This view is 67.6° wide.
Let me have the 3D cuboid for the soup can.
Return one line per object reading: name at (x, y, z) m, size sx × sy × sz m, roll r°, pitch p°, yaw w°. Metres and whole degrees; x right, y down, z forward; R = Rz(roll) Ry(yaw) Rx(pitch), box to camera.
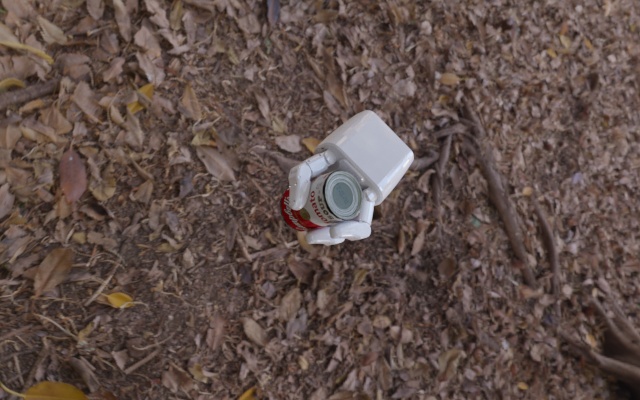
soup can at (0.000, 0.002, 0.647) m, size 0.068 × 0.068 × 0.102 m, roll 0°, pitch -10°, yaw -39°
